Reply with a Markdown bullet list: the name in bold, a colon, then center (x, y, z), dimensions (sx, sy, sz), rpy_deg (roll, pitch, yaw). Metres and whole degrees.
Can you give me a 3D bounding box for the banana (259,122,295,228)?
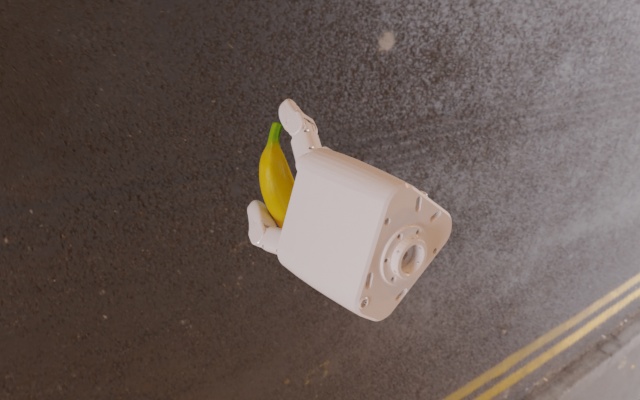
- **banana**: center (-0.014, 0.012, 0.514), dimensions (0.037, 0.069, 0.198), rpy_deg (24, -26, 48)
